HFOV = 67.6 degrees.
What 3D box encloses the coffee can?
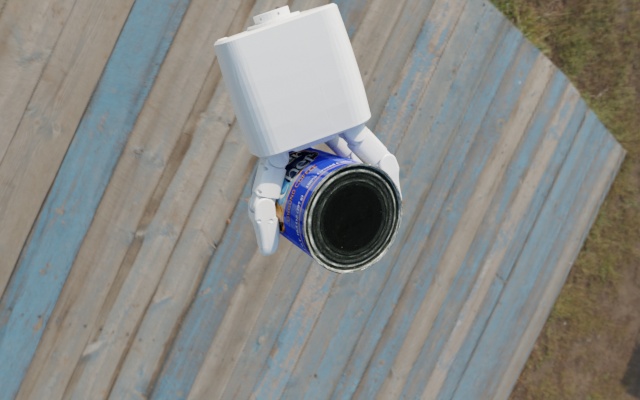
[{"bbox_3d":[0.000,0.002,0.485,0.103,0.103,0.140,0,13,-28],"label":"coffee can"}]
